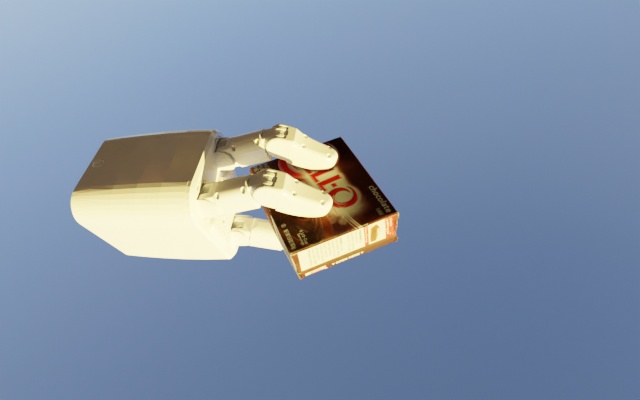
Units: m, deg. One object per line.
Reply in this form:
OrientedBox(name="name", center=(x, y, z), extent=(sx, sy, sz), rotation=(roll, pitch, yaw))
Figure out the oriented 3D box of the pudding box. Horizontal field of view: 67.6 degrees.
OrientedBox(name="pudding box", center=(0.000, 0.001, 0.401), extent=(0.090, 0.039, 0.113), rotation=(-21, 48, -11))
